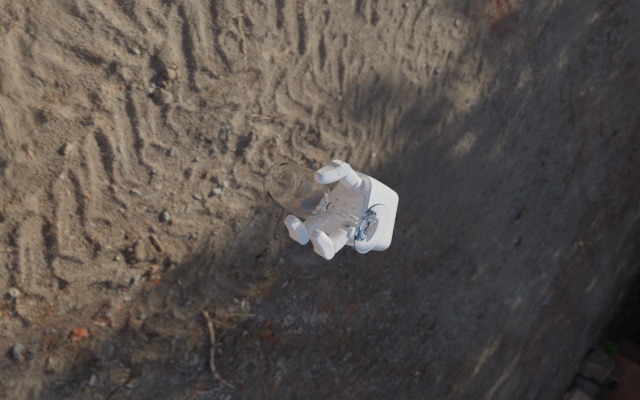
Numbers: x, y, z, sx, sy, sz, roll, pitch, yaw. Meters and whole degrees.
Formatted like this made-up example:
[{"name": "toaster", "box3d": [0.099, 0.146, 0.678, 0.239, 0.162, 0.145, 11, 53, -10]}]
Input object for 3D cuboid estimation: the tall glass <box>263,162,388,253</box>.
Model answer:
[{"name": "tall glass", "box3d": [0.001, 0.003, 0.714, 0.201, 0.079, 0.079, 28, 17, 37]}]
